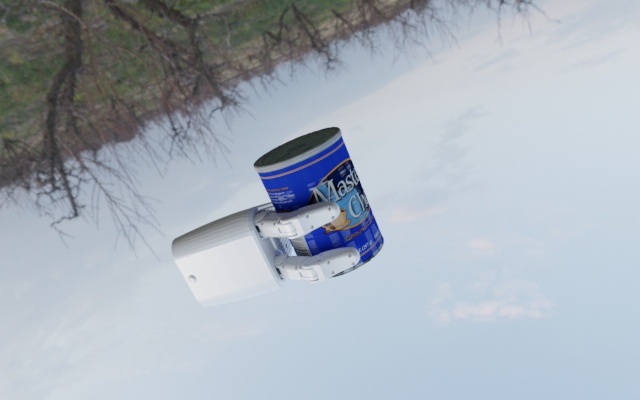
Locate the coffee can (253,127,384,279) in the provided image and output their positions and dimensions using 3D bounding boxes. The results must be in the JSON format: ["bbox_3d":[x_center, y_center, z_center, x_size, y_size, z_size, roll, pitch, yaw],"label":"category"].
[{"bbox_3d":[0.000,0.002,0.539,0.103,0.140,0.102,-21,17,7],"label":"coffee can"}]
